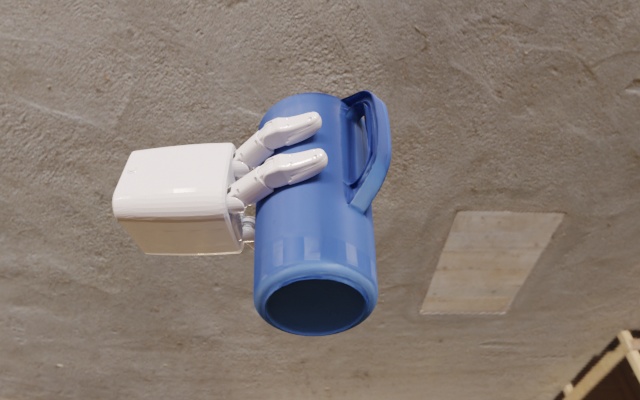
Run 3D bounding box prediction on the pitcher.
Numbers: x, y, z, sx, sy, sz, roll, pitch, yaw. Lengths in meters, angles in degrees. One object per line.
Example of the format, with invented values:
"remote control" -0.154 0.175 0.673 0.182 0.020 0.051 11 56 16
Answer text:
"pitcher" 0.000 0.002 0.484 0.145 0.149 0.242 -3 44 0
